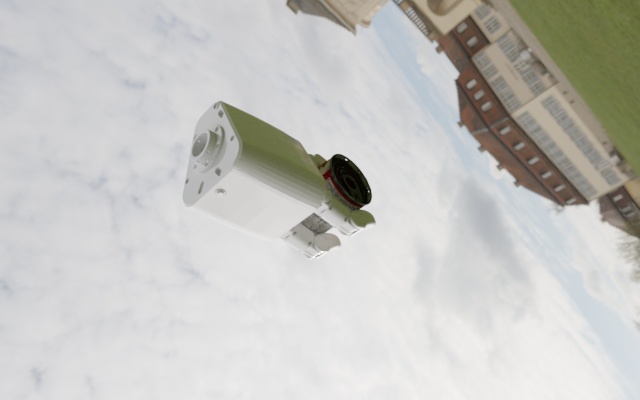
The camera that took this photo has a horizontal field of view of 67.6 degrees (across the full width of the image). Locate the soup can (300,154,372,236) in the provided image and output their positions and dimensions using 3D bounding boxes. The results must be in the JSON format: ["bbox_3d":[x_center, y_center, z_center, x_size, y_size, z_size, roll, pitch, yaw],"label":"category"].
[{"bbox_3d":[0.000,0.002,0.559,0.102,0.068,0.068,-36,-20,29],"label":"soup can"}]
